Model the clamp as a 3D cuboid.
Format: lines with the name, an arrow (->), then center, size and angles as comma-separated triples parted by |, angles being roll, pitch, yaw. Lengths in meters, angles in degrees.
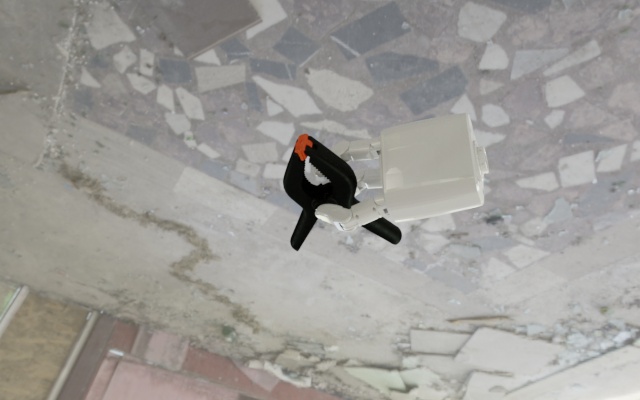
clamp -> 0.000, 0.002, 0.630 | 0.164, 0.036, 0.210 | -12, -45, 23
